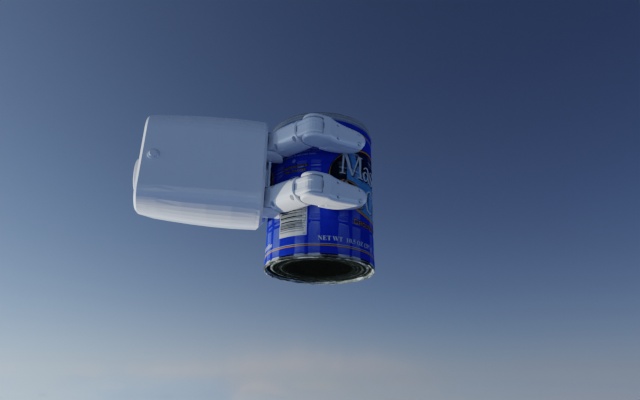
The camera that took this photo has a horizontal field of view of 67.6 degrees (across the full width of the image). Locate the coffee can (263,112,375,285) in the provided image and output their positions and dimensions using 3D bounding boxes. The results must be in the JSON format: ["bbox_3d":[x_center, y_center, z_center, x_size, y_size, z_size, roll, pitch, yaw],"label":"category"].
[{"bbox_3d":[0.000,0.001,0.464,0.103,0.140,0.103,1,-22,0],"label":"coffee can"}]
